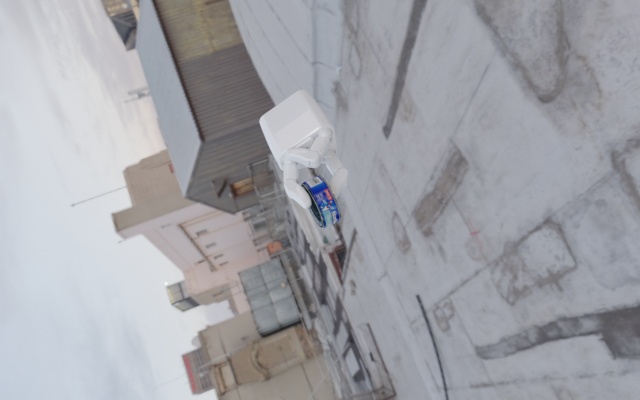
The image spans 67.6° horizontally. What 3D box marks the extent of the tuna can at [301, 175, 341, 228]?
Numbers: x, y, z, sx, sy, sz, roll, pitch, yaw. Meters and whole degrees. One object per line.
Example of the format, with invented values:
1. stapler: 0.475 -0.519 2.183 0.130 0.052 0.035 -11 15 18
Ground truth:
1. tuna can: 0.000 0.003 0.801 0.034 0.086 0.086 -25 5 -11
